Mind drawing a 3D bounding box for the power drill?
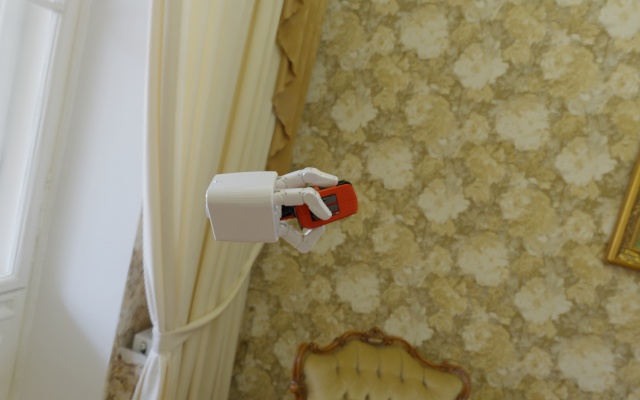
[{"bbox_3d":[0.000,0.003,0.870,0.184,0.057,0.187,-19,6,-16],"label":"power drill"}]
